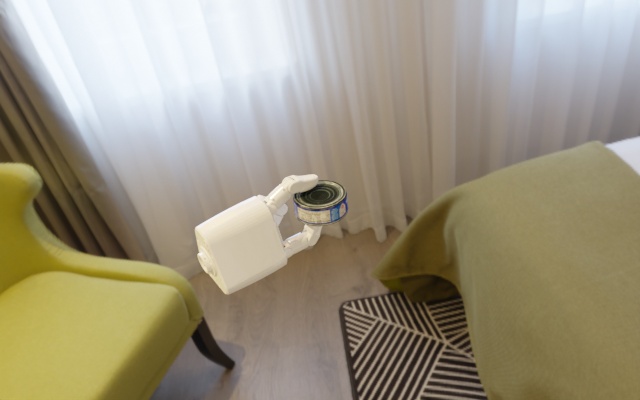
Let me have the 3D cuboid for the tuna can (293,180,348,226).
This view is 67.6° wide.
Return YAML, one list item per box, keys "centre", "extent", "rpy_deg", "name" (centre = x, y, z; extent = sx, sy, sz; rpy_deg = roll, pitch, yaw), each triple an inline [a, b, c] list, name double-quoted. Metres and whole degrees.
- centre: [0.000, 0.002, 0.753]
  extent: [0.086, 0.034, 0.086]
  rpy_deg: [-4, 33, 3]
  name: "tuna can"
